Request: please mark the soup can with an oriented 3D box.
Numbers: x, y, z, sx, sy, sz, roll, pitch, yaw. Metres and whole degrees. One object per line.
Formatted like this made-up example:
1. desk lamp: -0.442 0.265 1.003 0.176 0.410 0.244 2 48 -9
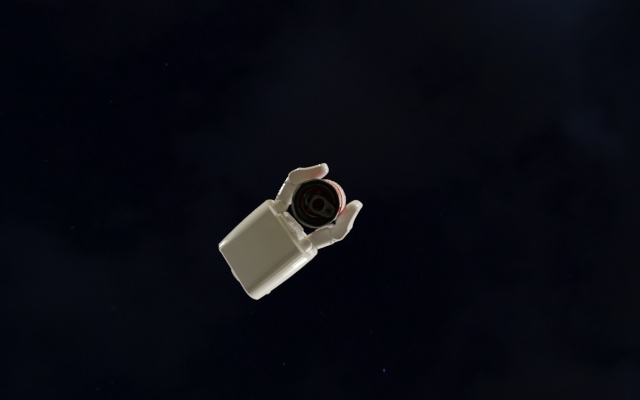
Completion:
1. soup can: 0.000 0.002 0.703 0.068 0.068 0.102 0 2 8
